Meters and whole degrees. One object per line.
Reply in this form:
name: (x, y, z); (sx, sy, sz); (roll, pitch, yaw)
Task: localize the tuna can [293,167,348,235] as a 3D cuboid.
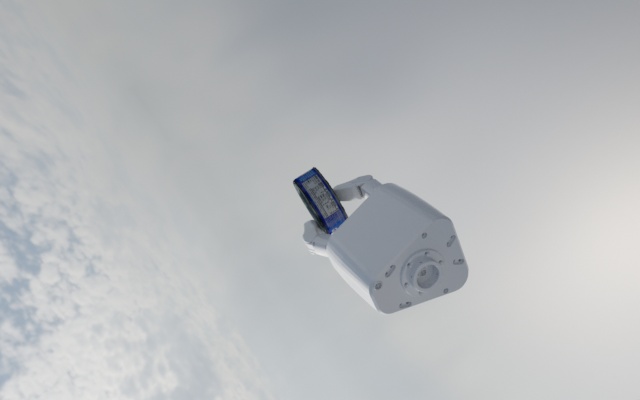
tuna can: (0.000, 0.002, 0.606); (0.034, 0.086, 0.086); (-32, 3, -6)
